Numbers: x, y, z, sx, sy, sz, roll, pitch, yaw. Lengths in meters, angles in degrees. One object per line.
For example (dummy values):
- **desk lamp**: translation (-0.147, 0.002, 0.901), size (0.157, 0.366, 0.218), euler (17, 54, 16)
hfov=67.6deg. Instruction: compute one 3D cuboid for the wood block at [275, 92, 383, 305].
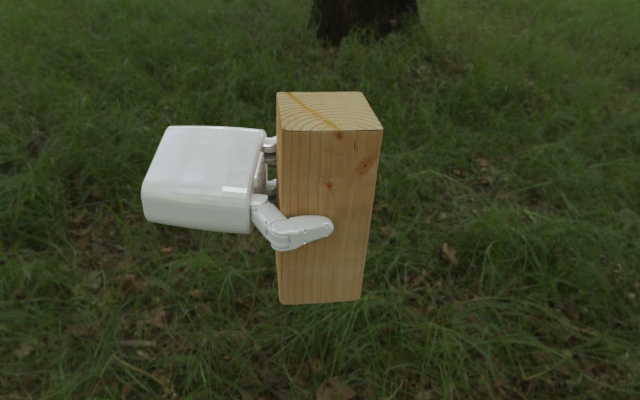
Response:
- **wood block**: translation (0.000, 0.002, 0.498), size (0.090, 0.206, 0.090), euler (-2, 34, -8)
